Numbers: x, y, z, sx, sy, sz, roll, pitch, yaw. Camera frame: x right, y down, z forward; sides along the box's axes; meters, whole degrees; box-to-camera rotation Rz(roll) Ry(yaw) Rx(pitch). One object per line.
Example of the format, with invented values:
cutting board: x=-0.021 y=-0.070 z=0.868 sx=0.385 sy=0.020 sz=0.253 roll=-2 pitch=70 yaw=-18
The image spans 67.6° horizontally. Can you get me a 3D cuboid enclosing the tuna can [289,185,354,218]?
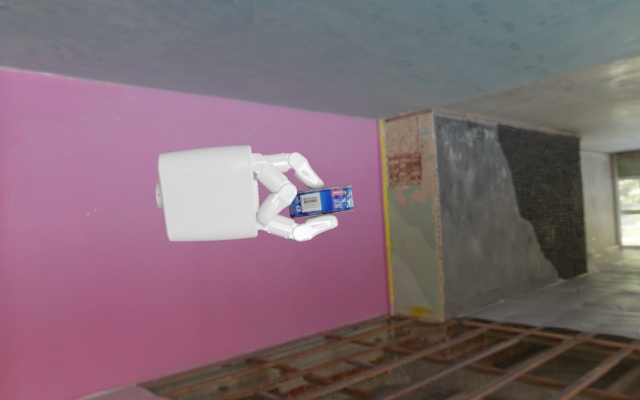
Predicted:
tuna can: x=0.000 y=0.003 z=0.628 sx=0.086 sy=0.034 sz=0.086 roll=-7 pitch=-1 yaw=0
